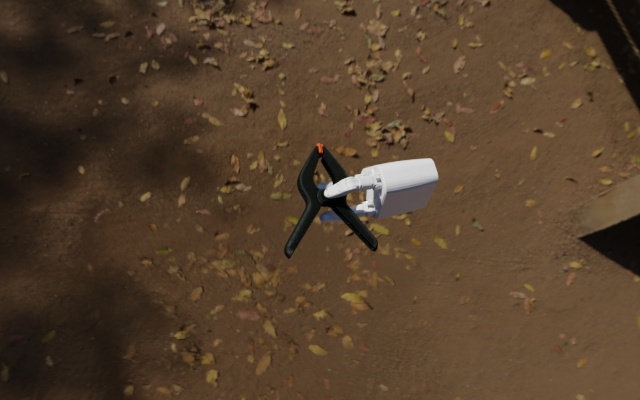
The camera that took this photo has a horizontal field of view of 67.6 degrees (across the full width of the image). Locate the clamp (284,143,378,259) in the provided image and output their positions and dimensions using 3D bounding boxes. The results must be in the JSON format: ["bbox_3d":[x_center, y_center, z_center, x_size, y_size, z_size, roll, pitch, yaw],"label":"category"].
[{"bbox_3d":[0.000,0.002,0.839,0.164,0.210,0.036,-10,-16,-16],"label":"clamp"}]
